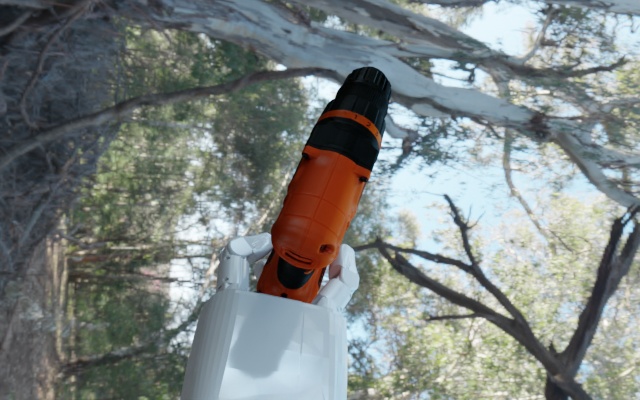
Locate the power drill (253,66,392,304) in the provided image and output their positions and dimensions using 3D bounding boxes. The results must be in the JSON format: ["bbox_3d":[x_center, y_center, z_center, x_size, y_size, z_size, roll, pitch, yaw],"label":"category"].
[{"bbox_3d":[0.000,0.002,0.402,0.057,0.184,0.188,23,-35,3],"label":"power drill"}]
